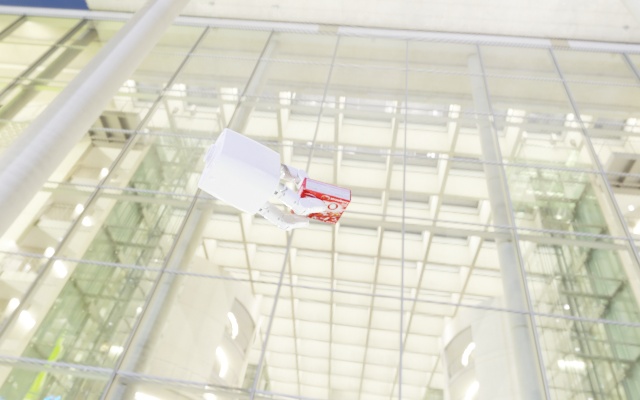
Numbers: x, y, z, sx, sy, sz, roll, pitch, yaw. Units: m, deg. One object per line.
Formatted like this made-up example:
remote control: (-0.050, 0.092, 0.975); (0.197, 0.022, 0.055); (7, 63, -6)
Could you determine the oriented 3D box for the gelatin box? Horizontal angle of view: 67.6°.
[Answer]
gelatin box: (0.000, 0.002, 0.843); (0.089, 0.030, 0.073); (15, -42, -14)
